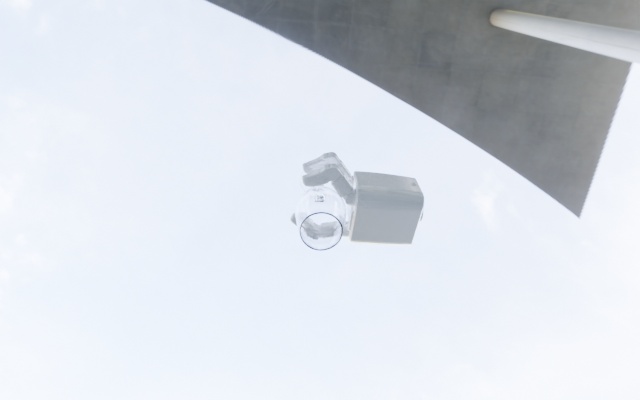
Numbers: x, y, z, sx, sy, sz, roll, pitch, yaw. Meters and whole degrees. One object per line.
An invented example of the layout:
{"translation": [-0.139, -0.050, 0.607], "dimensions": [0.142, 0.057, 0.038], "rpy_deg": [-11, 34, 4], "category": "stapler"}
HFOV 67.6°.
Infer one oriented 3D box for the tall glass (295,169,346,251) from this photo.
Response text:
{"translation": [0.000, 0.002, 0.760], "dimensions": [0.079, 0.079, 0.201], "rpy_deg": [0, 25, 0], "category": "tall glass"}
